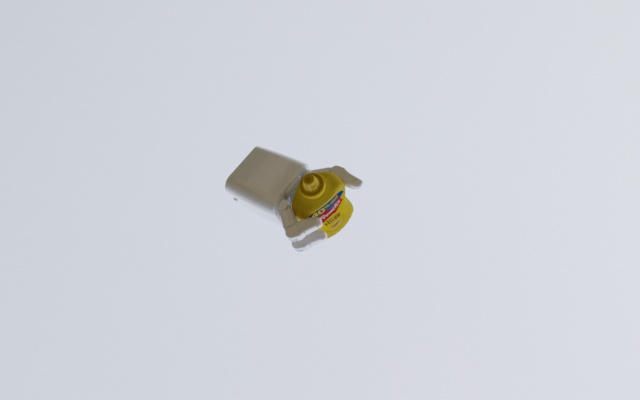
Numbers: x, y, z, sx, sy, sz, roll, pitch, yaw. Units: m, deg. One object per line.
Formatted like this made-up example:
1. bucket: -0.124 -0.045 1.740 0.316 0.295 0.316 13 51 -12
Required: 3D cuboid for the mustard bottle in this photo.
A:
1. mustard bottle: 0.000 0.003 0.801 0.096 0.058 0.192 -38 -25 -5
